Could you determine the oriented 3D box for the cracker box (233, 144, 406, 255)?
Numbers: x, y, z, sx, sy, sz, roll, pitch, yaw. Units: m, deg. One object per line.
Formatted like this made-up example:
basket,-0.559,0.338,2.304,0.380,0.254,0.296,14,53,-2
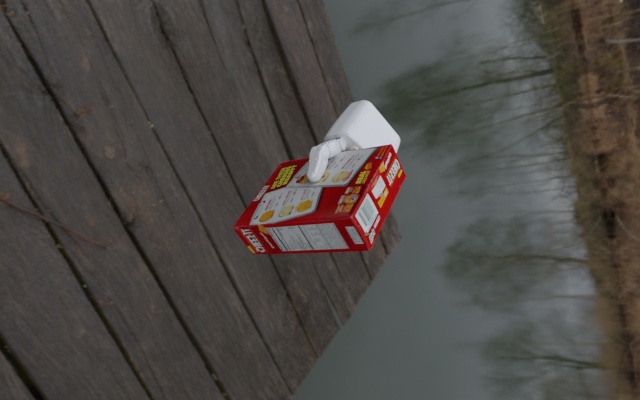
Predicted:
cracker box,0.000,0.002,0.713,0.214,0.072,0.164,-7,36,36
